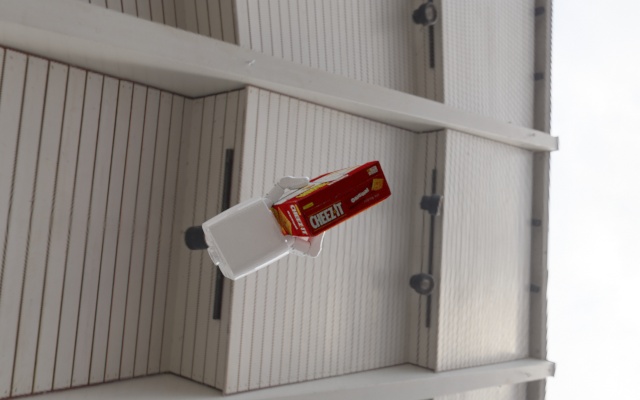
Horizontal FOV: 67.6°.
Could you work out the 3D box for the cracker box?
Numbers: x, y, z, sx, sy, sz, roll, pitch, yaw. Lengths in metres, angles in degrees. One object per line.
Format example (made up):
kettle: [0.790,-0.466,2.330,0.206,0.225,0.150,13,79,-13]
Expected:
cracker box: [0.000,0.003,0.850,0.164,0.072,0.214,-28,8,-22]
